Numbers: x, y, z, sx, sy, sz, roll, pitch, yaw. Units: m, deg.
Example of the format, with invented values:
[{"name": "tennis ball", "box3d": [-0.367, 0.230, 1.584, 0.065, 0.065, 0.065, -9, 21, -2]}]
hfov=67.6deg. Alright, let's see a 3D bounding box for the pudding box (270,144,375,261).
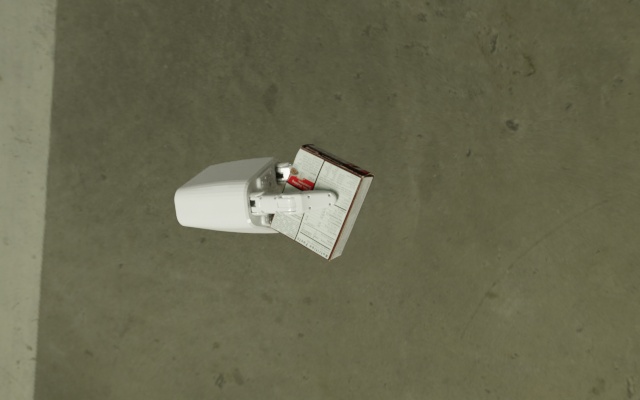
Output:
[{"name": "pudding box", "box3d": [0.000, 0.002, 0.564, 0.090, 0.113, 0.039, 28, 20, 20]}]
